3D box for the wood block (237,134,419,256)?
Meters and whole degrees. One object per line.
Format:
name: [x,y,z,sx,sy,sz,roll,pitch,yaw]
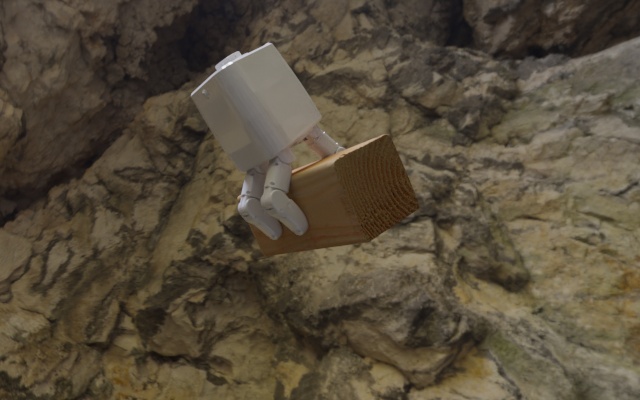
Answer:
wood block: [0.000,0.001,0.565,0.091,0.090,0.206,-29,9,-36]
